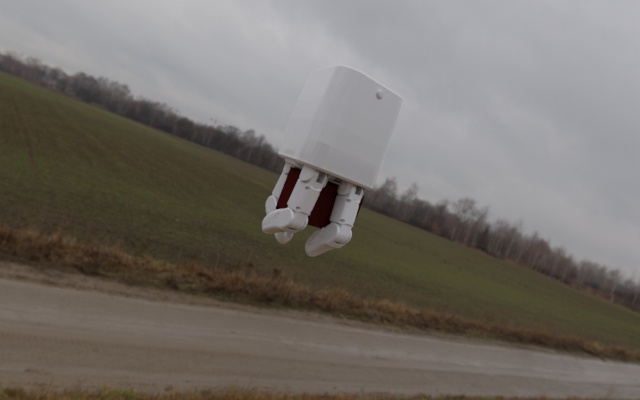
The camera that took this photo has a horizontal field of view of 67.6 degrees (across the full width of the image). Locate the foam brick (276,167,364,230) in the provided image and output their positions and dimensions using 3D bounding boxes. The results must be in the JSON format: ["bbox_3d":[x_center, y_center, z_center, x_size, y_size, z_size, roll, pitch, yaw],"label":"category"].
[{"bbox_3d":[0.000,0.002,0.540,0.078,0.051,0.053,18,4,-40],"label":"foam brick"}]
